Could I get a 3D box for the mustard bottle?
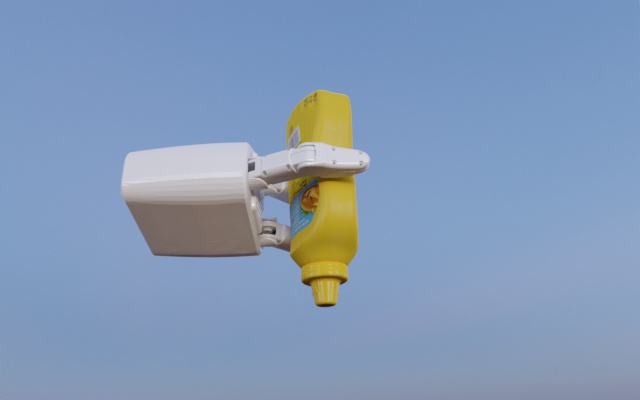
[{"bbox_3d":[0.000,0.001,0.442,0.058,0.191,0.096,8,-26,-21],"label":"mustard bottle"}]
